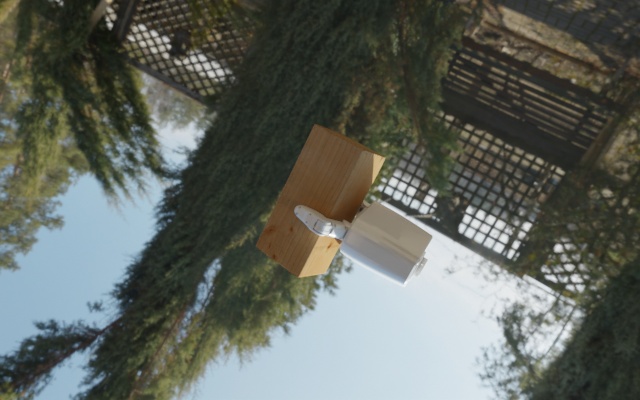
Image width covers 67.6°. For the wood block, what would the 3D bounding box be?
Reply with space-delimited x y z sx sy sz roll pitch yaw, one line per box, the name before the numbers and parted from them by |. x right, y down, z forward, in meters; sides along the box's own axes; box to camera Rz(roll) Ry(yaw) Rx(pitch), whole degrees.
wood block | 0.000 0.003 0.720 0.090 0.206 0.091 32 12 27
